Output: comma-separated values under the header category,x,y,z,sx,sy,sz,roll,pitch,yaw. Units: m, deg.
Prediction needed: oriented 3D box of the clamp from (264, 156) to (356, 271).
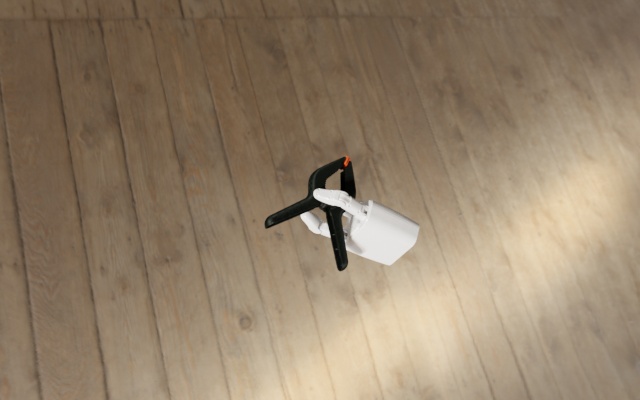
category,x,y,z,sx,sy,sz,roll,pitch,yaw
clamp,0.001,0.002,0.859,0.164,0.210,0.036,25,-26,-15
